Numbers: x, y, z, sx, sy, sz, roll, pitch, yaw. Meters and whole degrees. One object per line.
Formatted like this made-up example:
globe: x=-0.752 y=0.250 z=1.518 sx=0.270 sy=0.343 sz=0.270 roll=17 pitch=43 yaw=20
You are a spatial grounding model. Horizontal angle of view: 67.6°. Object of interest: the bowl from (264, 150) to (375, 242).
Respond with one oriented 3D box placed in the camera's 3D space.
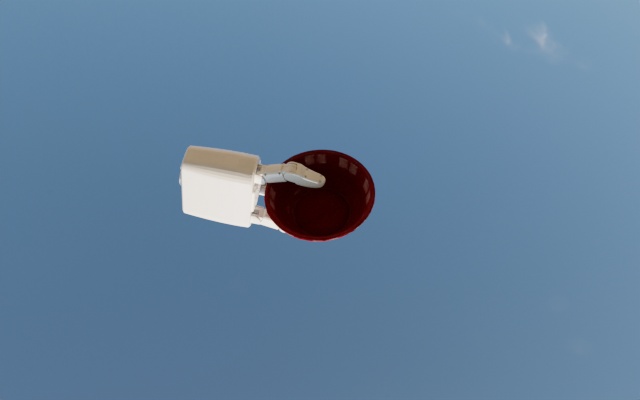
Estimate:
bowl: x=0.001 y=0.003 z=0.710 sx=0.162 sy=0.162 sz=0.055 roll=0 pitch=-34 yaw=5
